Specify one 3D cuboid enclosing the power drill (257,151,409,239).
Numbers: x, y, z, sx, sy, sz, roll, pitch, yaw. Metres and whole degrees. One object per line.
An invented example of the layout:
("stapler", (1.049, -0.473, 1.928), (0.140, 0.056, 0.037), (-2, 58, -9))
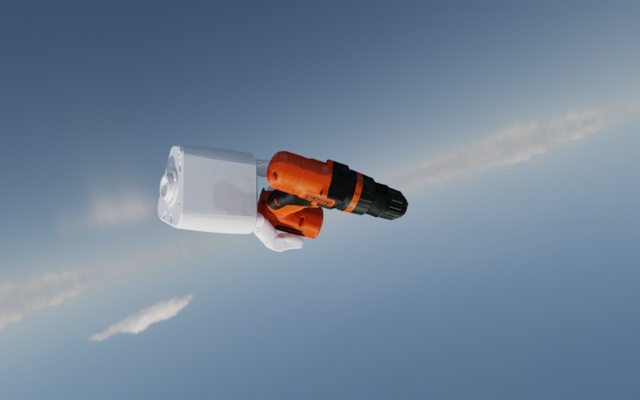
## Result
("power drill", (0.000, 0.002, 0.646), (0.184, 0.057, 0.188), (19, -23, -16))
